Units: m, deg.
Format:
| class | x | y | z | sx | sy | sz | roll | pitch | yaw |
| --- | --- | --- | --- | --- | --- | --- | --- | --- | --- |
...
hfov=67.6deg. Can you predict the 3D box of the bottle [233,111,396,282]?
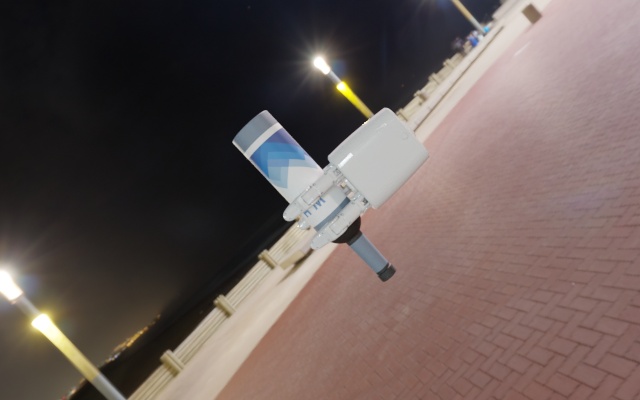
| class | x | y | z | sx | sy | sz | roll | pitch | yaw |
| --- | --- | --- | --- | --- | --- | --- | --- | --- | --- |
| bottle | 0.000 | 0.002 | 0.686 | 0.069 | 0.296 | 0.069 | -43 | 4 | 3 |
